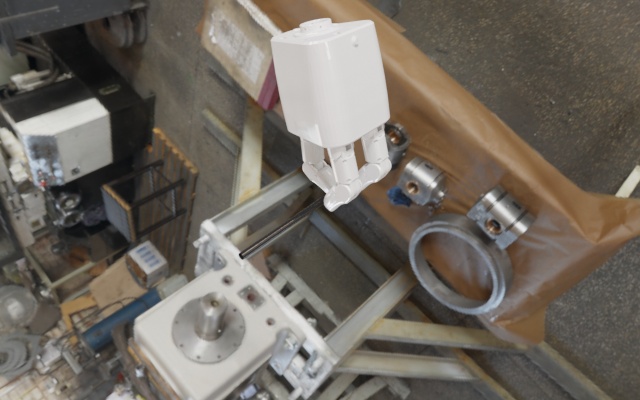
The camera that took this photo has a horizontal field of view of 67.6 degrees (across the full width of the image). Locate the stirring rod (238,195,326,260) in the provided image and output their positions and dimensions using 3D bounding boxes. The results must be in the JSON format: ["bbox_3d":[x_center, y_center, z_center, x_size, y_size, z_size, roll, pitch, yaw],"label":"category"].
[{"bbox_3d":[0.000,0.002,0.552,0.239,0.011,0.011,-34,22,-36],"label":"stirring rod"}]
